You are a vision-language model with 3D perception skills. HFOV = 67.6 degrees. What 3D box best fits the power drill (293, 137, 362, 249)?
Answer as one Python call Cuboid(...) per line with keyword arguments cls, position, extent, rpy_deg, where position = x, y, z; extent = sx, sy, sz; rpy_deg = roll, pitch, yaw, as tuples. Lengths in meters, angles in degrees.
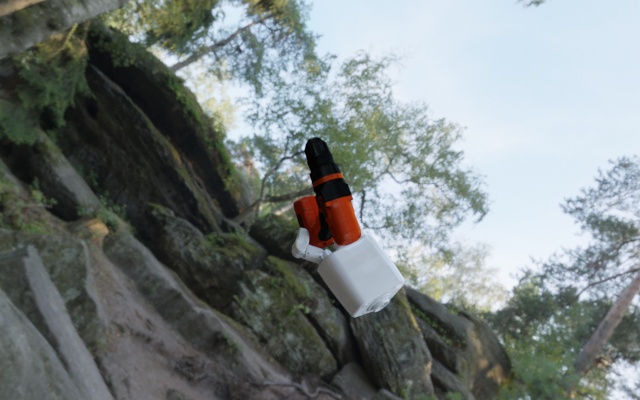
Cuboid(cls="power drill", position=(0.000, 0.003, 0.829), extent=(0.057, 0.184, 0.188), rpy_deg=(-15, -13, -16))
